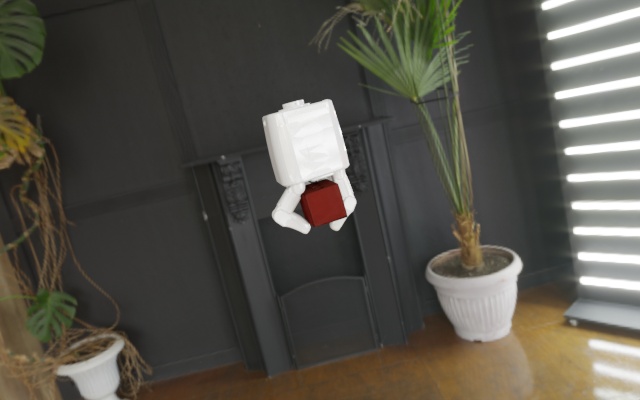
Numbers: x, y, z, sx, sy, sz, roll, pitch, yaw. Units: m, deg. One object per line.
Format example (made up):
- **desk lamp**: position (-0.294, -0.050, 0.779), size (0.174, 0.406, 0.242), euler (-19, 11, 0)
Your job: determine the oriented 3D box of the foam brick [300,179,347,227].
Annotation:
- **foam brick**: position (0.000, 0.002, 0.713), size (0.053, 0.051, 0.078), euler (-18, 11, -10)
